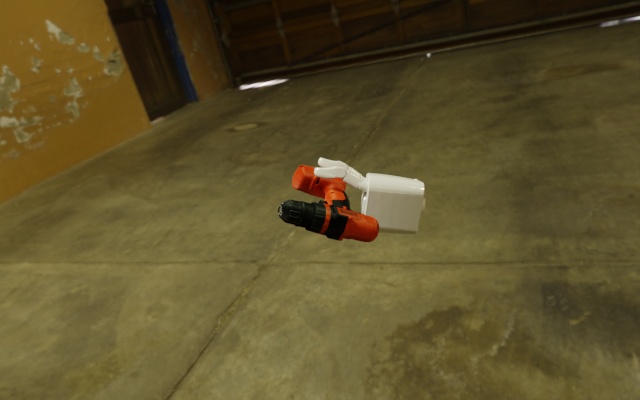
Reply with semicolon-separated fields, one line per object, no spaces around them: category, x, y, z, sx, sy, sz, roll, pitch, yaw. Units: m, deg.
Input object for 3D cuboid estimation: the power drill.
power drill;0.000;0.003;0.872;0.184;0.057;0.187;16;25;-22
